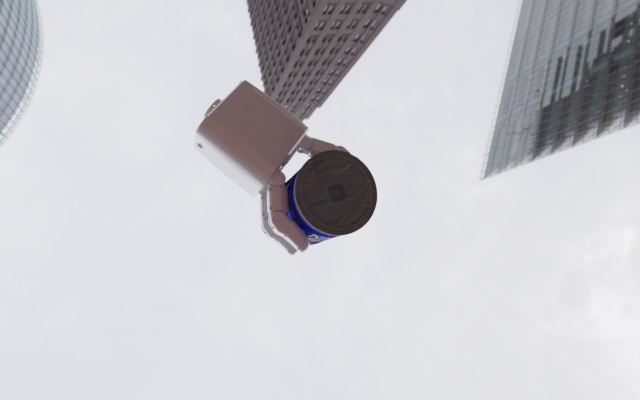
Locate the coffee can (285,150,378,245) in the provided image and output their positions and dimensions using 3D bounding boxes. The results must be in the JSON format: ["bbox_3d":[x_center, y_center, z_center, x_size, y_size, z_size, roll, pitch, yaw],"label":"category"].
[{"bbox_3d":[0.000,0.002,0.625,0.103,0.103,0.140,0,-10,-17],"label":"coffee can"}]
